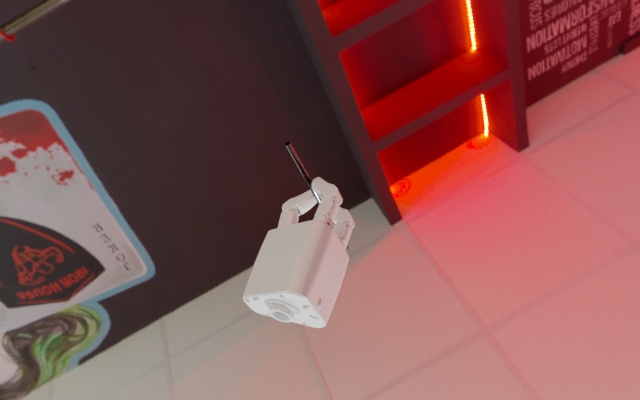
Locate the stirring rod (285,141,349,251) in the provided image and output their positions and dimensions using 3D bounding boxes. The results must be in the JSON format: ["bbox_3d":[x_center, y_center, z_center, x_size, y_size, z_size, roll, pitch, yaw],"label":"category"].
[{"bbox_3d":[0.000,0.002,0.709,0.011,0.011,0.240,0,-40,28],"label":"stirring rod"}]
